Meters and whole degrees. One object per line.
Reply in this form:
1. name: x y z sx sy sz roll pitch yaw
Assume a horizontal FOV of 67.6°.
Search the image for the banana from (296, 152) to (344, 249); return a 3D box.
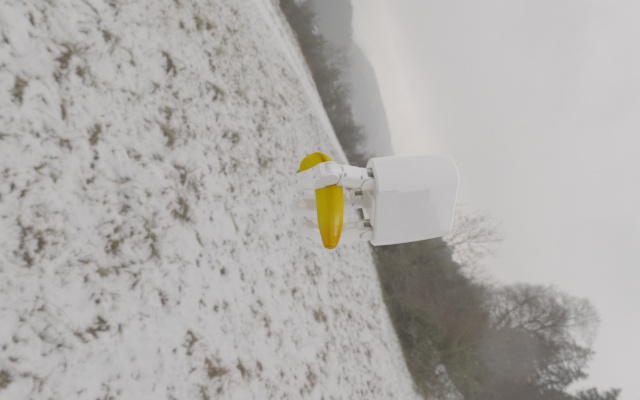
1. banana: 0.003 -0.016 0.620 0.037 0.070 0.197 5 27 -16
